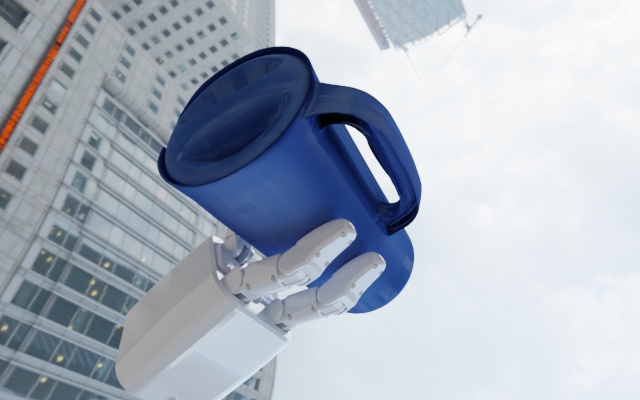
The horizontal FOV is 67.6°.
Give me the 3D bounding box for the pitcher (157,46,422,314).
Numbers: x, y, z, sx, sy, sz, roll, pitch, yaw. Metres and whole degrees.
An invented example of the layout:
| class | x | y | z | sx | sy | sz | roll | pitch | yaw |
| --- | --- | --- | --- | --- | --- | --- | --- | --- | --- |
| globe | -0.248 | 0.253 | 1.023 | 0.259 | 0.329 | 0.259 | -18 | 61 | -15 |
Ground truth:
| class | x | y | z | sx | sy | sz | roll | pitch | yaw |
| --- | --- | --- | --- | --- | --- | --- | --- | --- | --- |
| pitcher | 0.000 | 0.001 | 0.406 | 0.243 | 0.145 | 0.149 | 49 | 0 | -42 |
